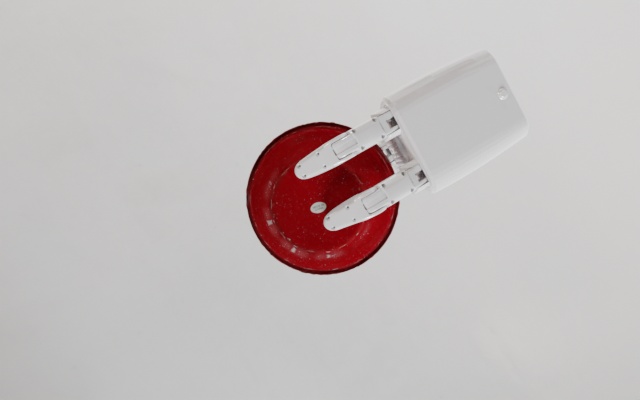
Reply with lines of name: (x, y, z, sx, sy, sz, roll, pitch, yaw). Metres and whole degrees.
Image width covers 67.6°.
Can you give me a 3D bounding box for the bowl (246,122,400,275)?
bowl: (-0.001, 0.003, 0.476, 0.162, 0.162, 0.055, 0, 6, 4)
